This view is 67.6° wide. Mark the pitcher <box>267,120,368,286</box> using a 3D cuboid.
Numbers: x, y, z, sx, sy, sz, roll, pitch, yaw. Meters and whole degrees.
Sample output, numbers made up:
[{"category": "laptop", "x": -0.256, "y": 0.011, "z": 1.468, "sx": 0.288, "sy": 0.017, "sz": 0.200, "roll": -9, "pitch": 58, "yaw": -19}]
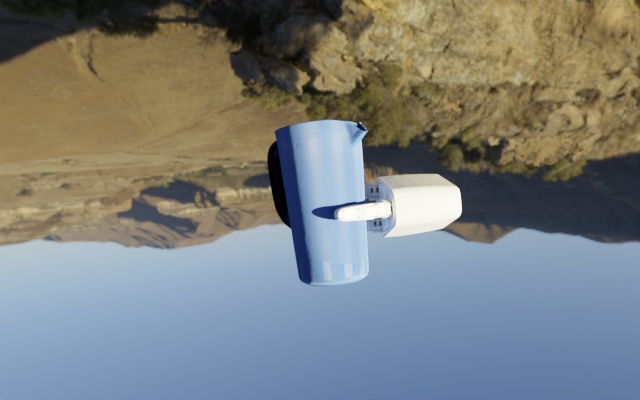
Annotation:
[{"category": "pitcher", "x": 0.000, "y": 0.002, "z": 0.738, "sx": 0.145, "sy": 0.243, "sz": 0.149, "roll": -6, "pitch": 1, "yaw": -9}]
